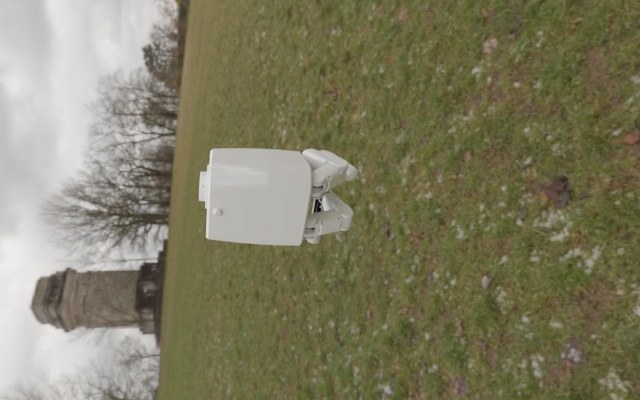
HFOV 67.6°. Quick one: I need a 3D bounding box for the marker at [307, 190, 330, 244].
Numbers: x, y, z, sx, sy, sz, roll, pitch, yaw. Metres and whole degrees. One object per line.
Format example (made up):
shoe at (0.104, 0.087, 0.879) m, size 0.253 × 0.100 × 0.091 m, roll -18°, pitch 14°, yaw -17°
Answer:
marker at (0.000, 0.002, 0.610) m, size 0.020 × 0.121 × 0.020 m, roll 8°, pitch 31°, yaw -5°
